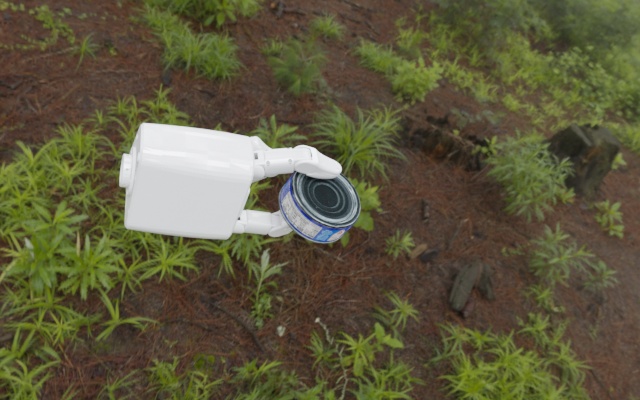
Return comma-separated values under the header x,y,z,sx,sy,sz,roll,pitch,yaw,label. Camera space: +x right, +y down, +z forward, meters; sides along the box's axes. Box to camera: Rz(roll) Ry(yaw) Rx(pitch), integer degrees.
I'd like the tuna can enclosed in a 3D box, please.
x,y,z,sx,sy,sz,roll,pitch,yaw,label
0.000,0.001,0.517,0.086,0.086,0.034,0,-33,-34,tuna can
